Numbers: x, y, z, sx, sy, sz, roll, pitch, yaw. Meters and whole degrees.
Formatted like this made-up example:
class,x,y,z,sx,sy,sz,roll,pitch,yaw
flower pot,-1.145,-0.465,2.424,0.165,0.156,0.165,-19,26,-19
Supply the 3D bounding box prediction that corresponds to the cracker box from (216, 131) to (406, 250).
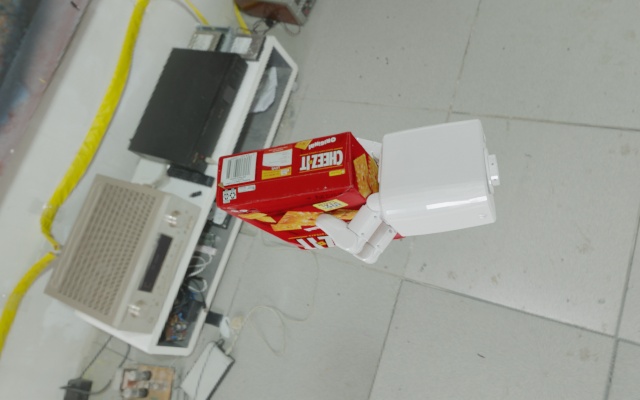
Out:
class,x,y,z,sx,sy,sz,roll,pitch,yaw
cracker box,0.000,0.002,0.590,0.164,0.072,0.214,-8,-22,23
